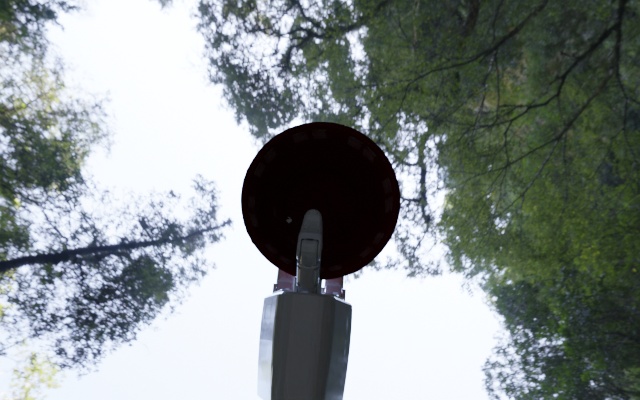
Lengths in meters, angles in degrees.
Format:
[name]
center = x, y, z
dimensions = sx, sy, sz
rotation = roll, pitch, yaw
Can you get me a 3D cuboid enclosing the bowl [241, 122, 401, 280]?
[bowl]
center = 0.001, 0.000, 0.506
dimensions = 0.162, 0.162, 0.055
rotation = 0, -6, 1
